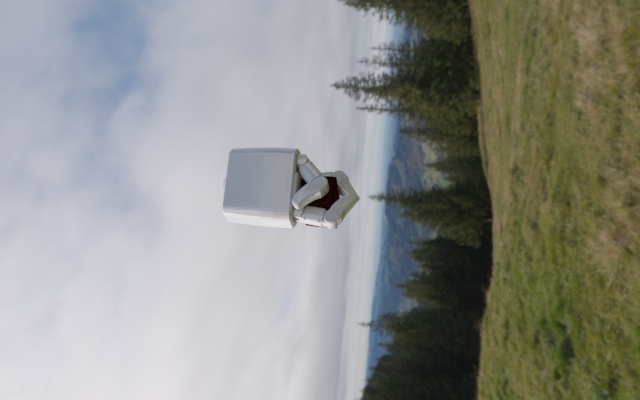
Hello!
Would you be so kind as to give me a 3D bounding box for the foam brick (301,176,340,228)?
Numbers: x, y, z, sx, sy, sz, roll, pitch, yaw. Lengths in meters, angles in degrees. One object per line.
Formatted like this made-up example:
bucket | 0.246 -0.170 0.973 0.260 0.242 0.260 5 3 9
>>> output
foam brick | 0.000 0.003 0.736 0.051 0.053 0.078 3 -28 10
